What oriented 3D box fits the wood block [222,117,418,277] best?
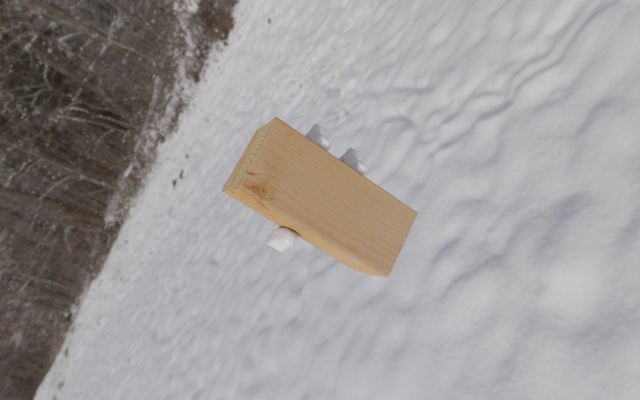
[{"bbox_3d":[0.000,0.002,0.572,0.206,0.091,0.090,32,-14,-19],"label":"wood block"}]
